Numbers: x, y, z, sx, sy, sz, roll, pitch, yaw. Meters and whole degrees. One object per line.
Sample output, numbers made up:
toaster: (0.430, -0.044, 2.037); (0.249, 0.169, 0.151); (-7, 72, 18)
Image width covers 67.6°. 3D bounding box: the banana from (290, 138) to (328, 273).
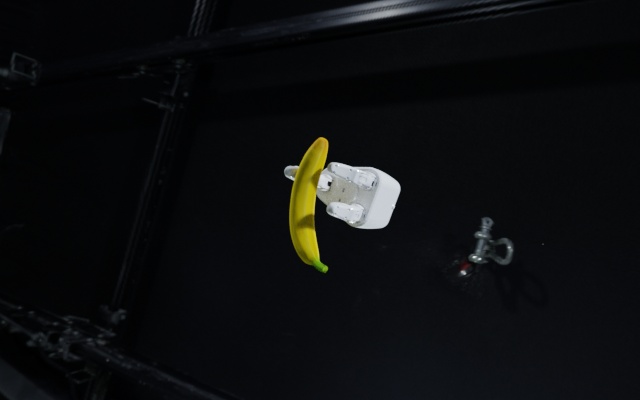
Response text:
banana: (-0.016, 0.008, 0.705); (0.069, 0.197, 0.037); (-7, -11, 31)
